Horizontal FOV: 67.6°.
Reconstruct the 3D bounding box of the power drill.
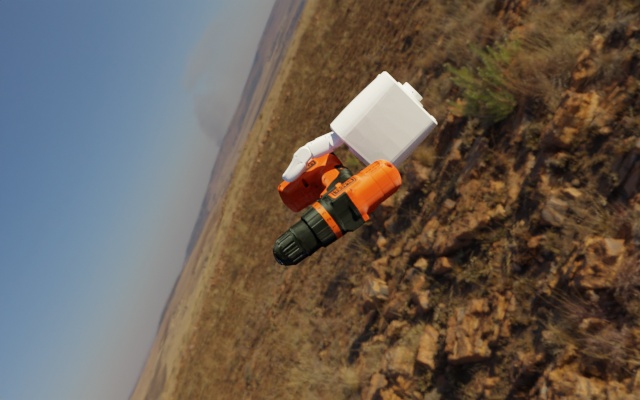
[{"bbox_3d":[0.000,0.002,0.649,0.184,0.057,0.187,-35,22,-7],"label":"power drill"}]
